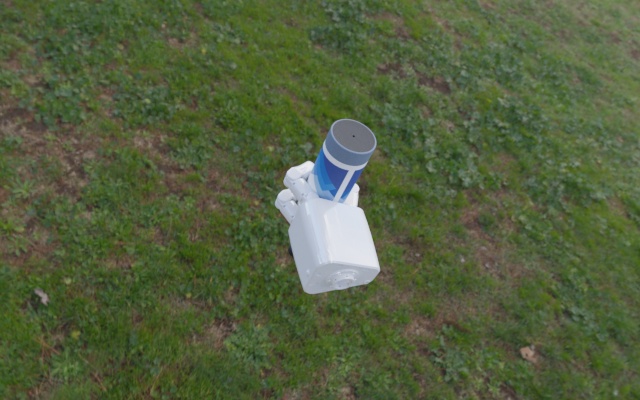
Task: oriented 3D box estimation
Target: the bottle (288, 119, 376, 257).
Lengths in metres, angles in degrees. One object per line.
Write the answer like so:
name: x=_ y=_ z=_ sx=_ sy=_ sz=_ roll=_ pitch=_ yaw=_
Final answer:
bottle: x=0.000 y=0.002 z=0.752 sx=0.069 sy=0.069 sz=0.296 roll=0 pitch=-38 yaw=-23
